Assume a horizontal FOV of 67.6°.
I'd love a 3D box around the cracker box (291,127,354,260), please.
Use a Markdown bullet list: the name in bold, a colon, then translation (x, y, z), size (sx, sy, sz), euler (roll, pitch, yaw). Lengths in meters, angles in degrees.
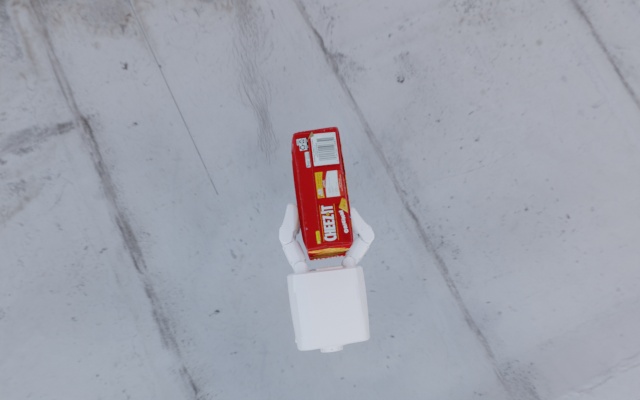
- **cracker box**: translation (0.000, 0.002, 0.730), size (0.072, 0.164, 0.214), euler (-7, -11, -2)
